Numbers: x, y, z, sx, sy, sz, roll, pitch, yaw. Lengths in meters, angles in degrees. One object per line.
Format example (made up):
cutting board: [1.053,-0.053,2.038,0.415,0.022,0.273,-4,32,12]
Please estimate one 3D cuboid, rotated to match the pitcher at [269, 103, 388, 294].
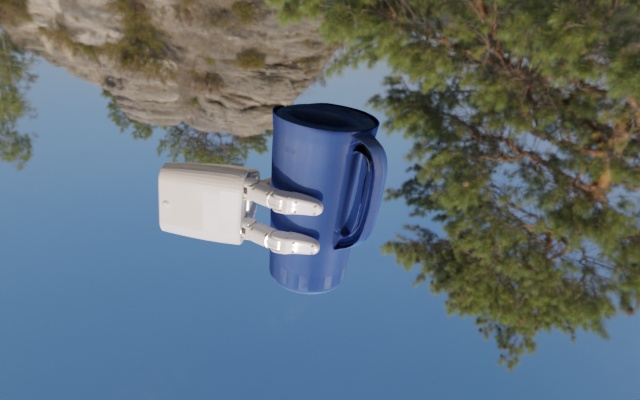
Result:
pitcher: [0.000,0.002,0.627,0.145,0.243,0.149,8,24,1]
